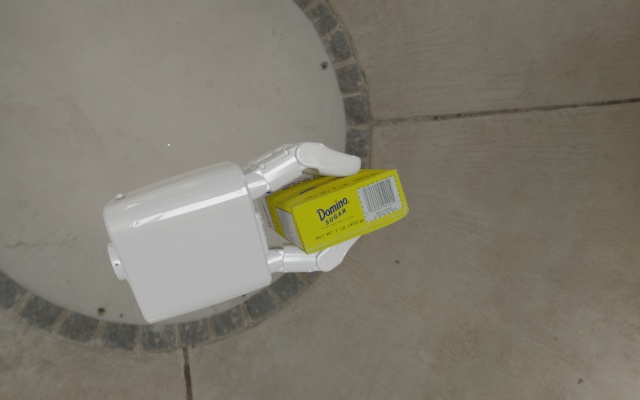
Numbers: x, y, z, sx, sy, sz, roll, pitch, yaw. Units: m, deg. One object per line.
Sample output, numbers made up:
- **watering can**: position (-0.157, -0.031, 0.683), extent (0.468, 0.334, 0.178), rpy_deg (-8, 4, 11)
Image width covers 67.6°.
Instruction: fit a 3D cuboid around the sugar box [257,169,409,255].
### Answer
- **sugar box**: position (0.000, 0.001, 0.450), extent (0.093, 0.048, 0.176), rpy_deg (-20, 12, -15)
